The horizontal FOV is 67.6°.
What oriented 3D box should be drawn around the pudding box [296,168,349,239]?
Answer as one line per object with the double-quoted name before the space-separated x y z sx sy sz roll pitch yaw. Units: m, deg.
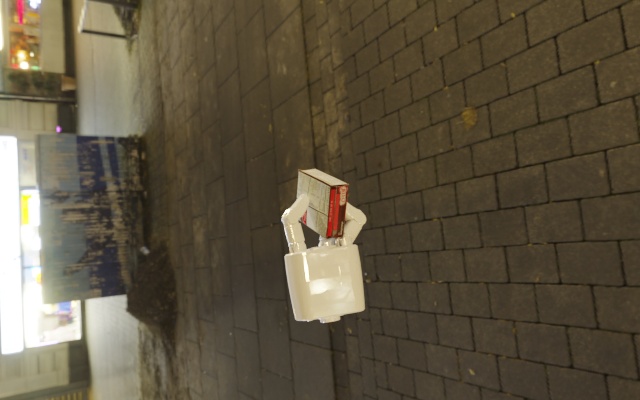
"pudding box" 0.000 0.003 0.787 0.039 0.090 0.113 -4 19 -32
